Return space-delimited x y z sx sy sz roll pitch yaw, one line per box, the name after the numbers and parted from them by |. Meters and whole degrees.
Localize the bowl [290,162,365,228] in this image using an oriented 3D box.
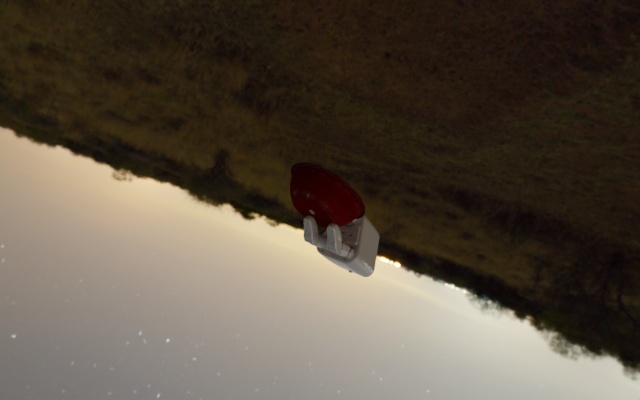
-0.001 0.002 0.884 0.162 0.055 0.162 29 -23 14 | bowl
